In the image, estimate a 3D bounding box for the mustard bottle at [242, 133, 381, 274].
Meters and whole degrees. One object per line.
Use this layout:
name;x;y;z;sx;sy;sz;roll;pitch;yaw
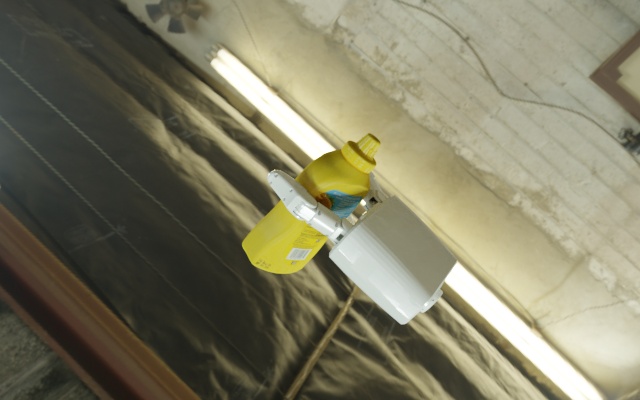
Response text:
mustard bottle;0.000;0.002;0.541;0.096;0.192;0.058;13;35;-50
